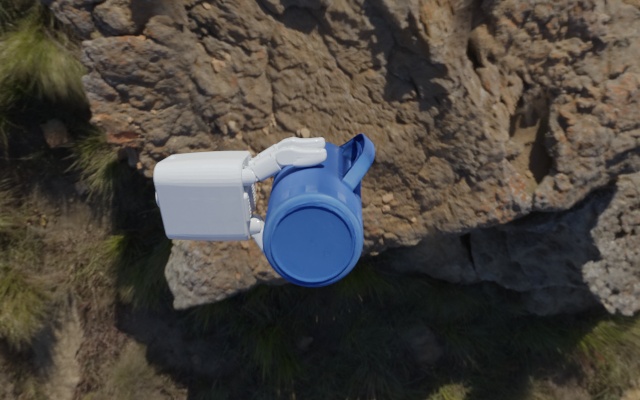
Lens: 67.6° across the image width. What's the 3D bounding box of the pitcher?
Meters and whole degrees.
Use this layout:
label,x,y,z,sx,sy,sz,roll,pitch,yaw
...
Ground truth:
label,x,y,z,sx,sy,sz,roll,pitch,yaw
pitcher,0.000,0.002,0.609,0.145,0.149,0.242,-1,17,1
